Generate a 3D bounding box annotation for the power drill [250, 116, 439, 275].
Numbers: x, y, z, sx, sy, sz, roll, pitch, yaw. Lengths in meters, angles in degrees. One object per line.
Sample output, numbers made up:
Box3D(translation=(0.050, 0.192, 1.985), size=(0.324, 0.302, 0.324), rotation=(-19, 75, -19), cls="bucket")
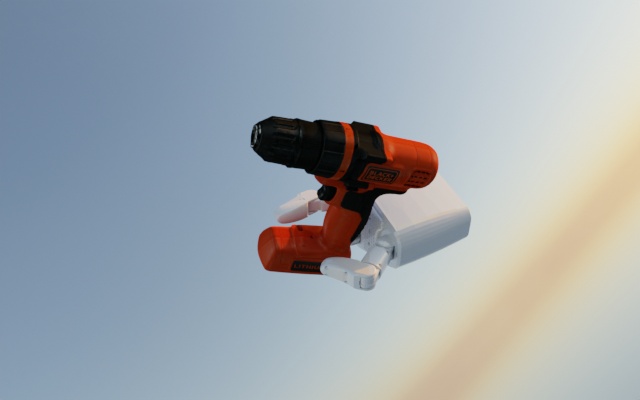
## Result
Box3D(translation=(0.000, 0.002, 0.476), size=(0.184, 0.057, 0.188), rotation=(8, -43, -24), cls="power drill")
